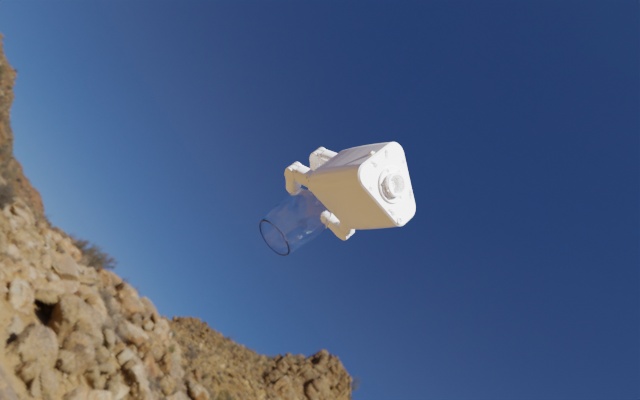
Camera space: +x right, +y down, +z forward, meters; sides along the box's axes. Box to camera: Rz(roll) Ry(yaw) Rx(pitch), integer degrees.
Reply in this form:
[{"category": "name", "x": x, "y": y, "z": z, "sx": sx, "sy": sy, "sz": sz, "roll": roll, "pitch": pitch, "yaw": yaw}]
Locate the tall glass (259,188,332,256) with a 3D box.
[{"category": "tall glass", "x": 0.001, "y": 0.002, "z": 0.733, "sx": 0.201, "sy": 0.079, "sz": 0.079, "roll": -38, "pitch": 22, "yaw": -31}]
